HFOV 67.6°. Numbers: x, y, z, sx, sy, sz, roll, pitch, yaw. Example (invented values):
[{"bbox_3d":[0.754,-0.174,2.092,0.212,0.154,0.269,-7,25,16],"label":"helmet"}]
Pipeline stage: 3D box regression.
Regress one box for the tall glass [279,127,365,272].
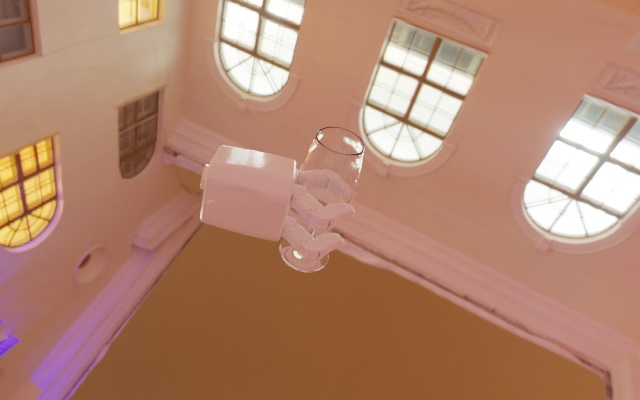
[{"bbox_3d":[0.000,0.003,0.640,0.079,0.201,0.079,11,38,-9],"label":"tall glass"}]
